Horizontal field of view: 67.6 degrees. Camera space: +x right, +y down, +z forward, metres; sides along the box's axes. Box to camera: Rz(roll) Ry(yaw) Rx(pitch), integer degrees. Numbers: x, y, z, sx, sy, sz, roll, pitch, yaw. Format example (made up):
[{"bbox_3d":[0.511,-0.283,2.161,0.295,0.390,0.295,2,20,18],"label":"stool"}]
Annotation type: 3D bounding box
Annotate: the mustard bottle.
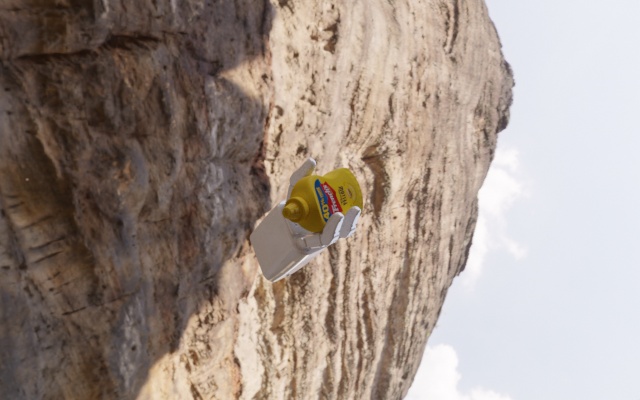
[{"bbox_3d":[0.001,0.002,0.811,0.058,0.096,0.191,-14,2,36],"label":"mustard bottle"}]
